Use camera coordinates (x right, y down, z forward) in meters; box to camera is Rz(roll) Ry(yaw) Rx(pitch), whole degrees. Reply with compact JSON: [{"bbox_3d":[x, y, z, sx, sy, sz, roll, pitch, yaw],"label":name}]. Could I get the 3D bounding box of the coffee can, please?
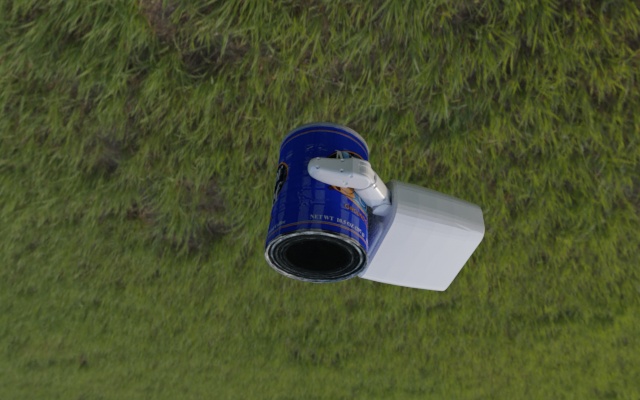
[{"bbox_3d":[0.000,0.001,0.508,0.103,0.140,0.103,3,-36,2],"label":"coffee can"}]
